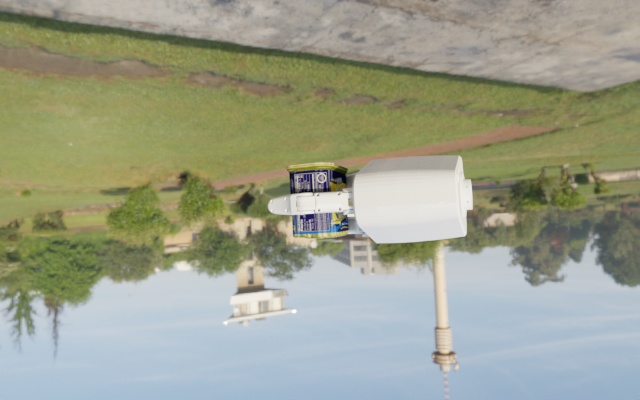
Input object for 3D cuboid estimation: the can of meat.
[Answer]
[{"bbox_3d":[0.000,0.002,0.574,0.057,0.084,0.102,-4,-2,16],"label":"can of meat"}]
